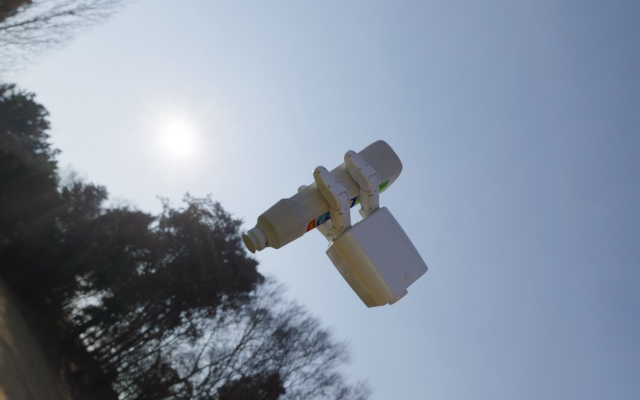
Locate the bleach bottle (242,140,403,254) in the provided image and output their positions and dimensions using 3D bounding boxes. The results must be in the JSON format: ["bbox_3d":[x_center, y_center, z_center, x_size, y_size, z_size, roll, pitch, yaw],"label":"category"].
[{"bbox_3d":[0.000,0.002,0.666,0.250,0.068,0.103,-31,-10,-30],"label":"bleach bottle"}]
